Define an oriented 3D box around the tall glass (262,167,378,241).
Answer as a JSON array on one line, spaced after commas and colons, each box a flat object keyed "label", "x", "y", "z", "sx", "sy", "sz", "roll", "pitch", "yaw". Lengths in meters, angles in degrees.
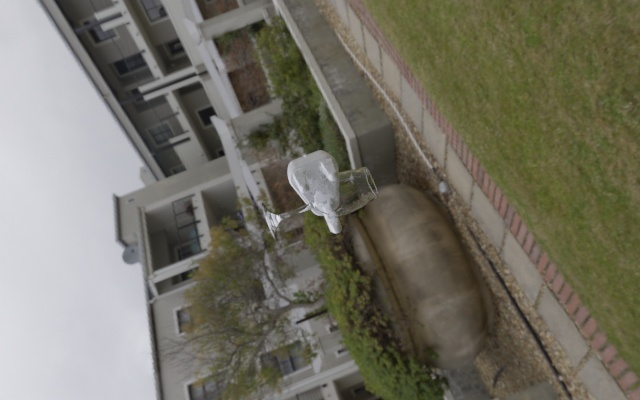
[{"label": "tall glass", "x": 0.000, "y": 0.003, "z": 0.866, "sx": 0.201, "sy": 0.079, "sz": 0.079, "roll": -21, "pitch": 0, "yaw": -1}]
